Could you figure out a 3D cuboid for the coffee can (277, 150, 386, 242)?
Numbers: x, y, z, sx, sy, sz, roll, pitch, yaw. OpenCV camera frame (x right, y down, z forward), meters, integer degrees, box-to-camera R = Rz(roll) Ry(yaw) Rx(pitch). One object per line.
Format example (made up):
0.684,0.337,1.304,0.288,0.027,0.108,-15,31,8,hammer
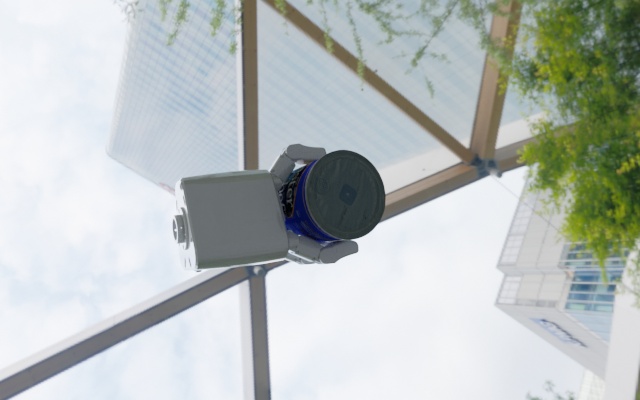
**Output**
0.000,0.002,0.598,0.103,0.103,0.140,0,-7,-27,coffee can
